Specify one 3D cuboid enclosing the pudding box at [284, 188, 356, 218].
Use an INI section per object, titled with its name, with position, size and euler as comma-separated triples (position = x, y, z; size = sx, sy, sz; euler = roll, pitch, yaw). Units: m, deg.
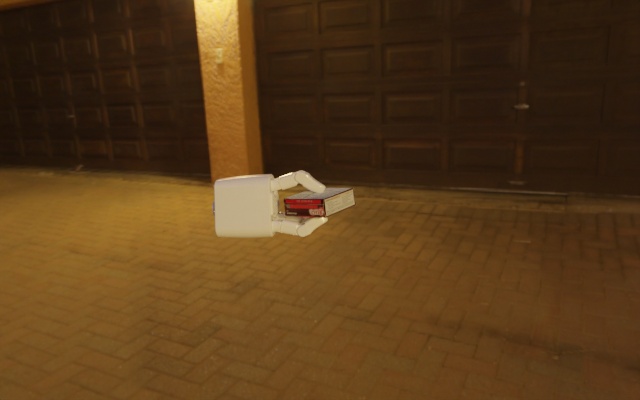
[pudding box]
position = 0.000, 0.003, 0.885
size = 0.090, 0.039, 0.113
euler = 2, 14, 33
